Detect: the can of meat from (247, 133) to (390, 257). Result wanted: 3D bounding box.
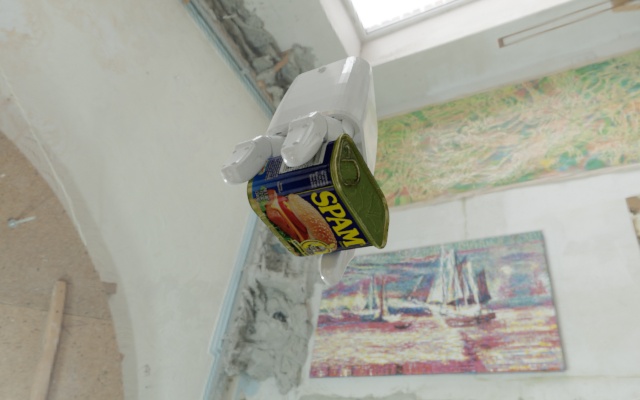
[{"bbox_3d":[0.000,0.001,0.403,0.084,0.057,0.102,-12,-46,26],"label":"can of meat"}]
